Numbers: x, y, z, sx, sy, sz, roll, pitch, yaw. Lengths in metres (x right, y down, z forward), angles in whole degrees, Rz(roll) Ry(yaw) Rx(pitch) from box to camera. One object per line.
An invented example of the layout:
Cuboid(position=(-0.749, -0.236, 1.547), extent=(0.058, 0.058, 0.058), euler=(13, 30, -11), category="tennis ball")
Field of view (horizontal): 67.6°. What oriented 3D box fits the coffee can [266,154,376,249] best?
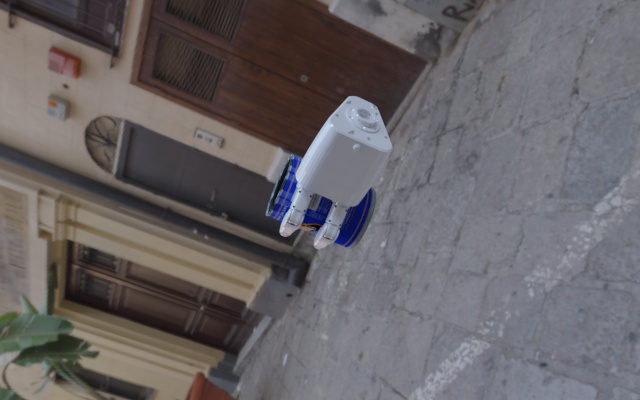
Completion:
Cuboid(position=(0.000, 0.003, 0.734), extent=(0.140, 0.103, 0.103), euler=(22, -4, -11), category="coffee can")
